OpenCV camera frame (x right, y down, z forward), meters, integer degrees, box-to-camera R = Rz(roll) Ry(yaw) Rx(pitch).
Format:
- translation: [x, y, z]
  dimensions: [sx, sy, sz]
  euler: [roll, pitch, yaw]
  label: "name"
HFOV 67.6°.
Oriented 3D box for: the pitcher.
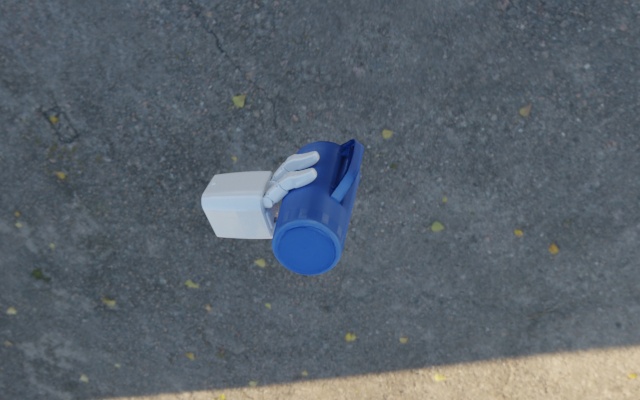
- translation: [0.000, 0.003, 0.804]
  dimensions: [0.145, 0.149, 0.242]
  euler: [-1, 33, 9]
  label: "pitcher"
